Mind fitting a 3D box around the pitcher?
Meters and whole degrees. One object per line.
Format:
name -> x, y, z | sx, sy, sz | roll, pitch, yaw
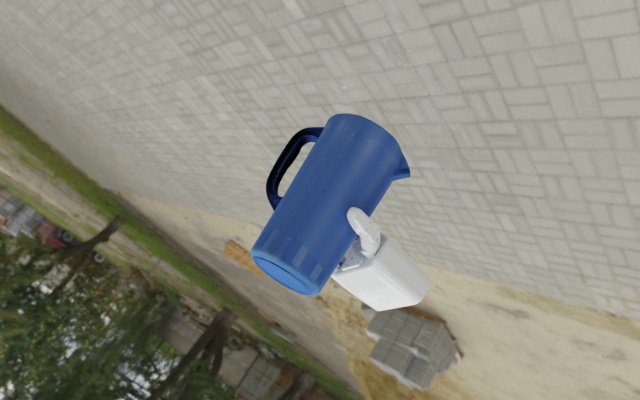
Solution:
pitcher -> 0.000, 0.002, 0.677 | 0.145, 0.242, 0.149 | 42, -23, -22
